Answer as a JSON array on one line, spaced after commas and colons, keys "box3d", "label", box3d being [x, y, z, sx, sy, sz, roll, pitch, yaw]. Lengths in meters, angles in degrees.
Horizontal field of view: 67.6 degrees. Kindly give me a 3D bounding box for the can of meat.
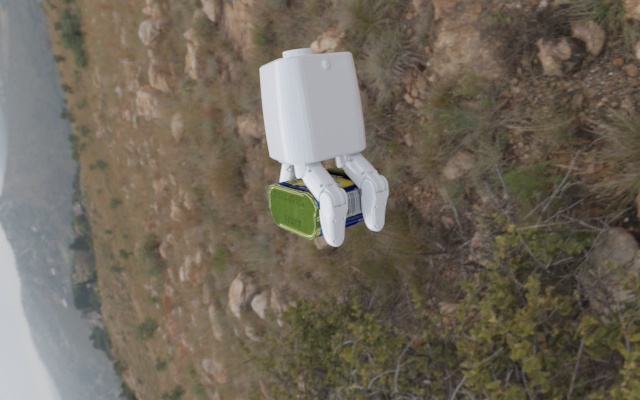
[{"box3d": [0.000, 0.002, 0.546, 0.084, 0.057, 0.102, -16, 19, -33], "label": "can of meat"}]
